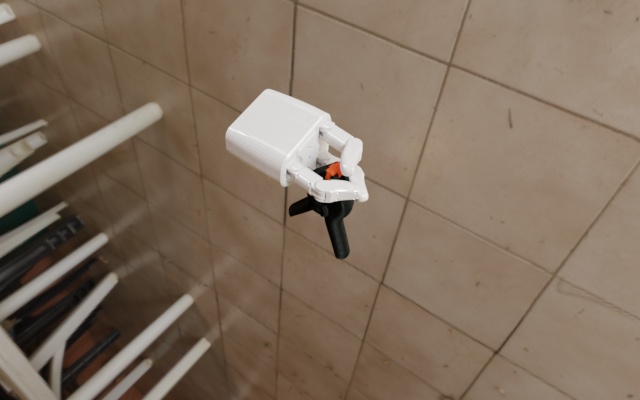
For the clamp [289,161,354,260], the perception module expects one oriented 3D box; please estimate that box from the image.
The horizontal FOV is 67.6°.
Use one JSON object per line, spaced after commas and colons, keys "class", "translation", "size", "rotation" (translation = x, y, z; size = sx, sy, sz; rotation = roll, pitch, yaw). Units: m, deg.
{"class": "clamp", "translation": [0.000, 0.003, 0.689], "size": [0.120, 0.172, 0.039], "rotation": [30, 50, 22]}
